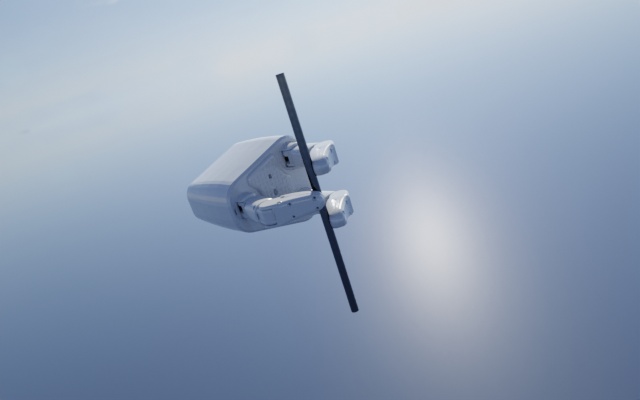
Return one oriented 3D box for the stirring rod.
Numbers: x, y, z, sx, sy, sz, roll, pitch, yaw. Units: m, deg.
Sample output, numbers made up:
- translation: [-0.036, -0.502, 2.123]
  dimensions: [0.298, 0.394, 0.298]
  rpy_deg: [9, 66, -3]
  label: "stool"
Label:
- translation: [0.000, 0.002, 0.443]
  dimensions: [0.011, 0.240, 0.011]
  rpy_deg: [-16, 18, 5]
  label: "stirring rod"
